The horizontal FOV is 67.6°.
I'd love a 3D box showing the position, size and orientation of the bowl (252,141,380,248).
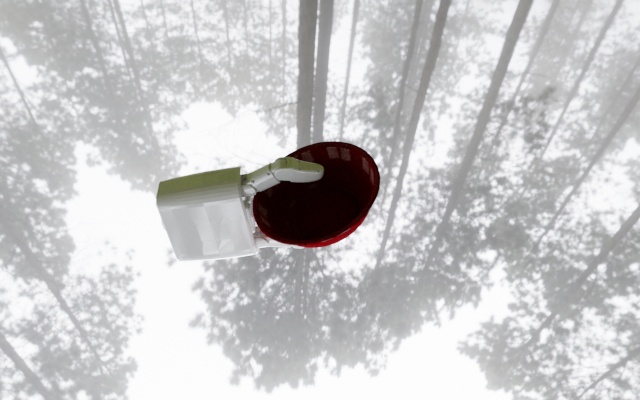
[{"bbox_3d":[0.001,0.002,0.591,0.162,0.162,0.055,0,-38,23],"label":"bowl"}]
